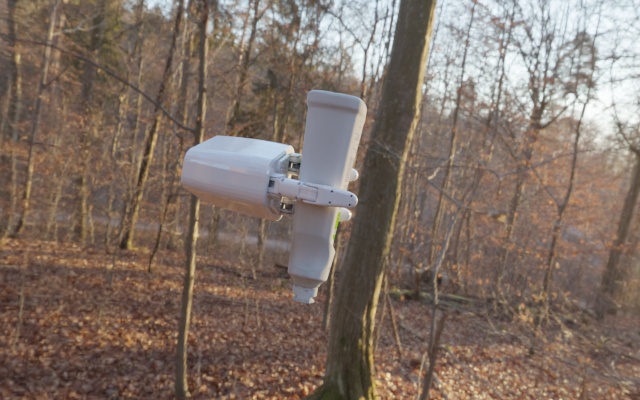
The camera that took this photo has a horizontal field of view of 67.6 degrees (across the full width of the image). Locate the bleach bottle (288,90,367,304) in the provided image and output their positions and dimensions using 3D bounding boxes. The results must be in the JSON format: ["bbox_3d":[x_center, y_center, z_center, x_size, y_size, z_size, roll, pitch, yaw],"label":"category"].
[{"bbox_3d":[0.000,0.002,0.580,0.068,0.251,0.102,11,4,10],"label":"bleach bottle"}]
